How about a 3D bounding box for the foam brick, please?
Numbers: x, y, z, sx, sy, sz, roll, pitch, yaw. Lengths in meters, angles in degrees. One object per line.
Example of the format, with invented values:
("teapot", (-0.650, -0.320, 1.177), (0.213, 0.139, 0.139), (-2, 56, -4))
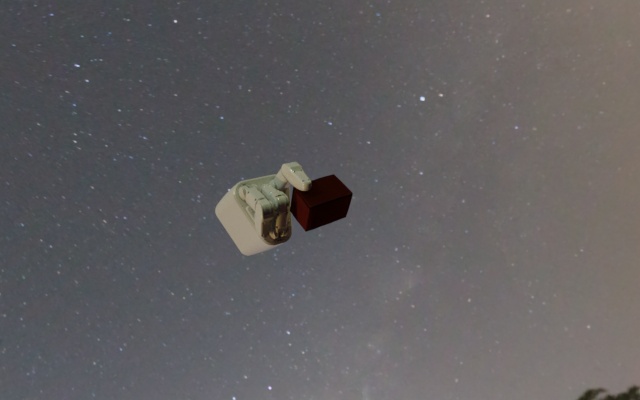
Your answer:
("foam brick", (0.000, 0.002, 0.733), (0.078, 0.051, 0.053), (-18, 49, -28))
